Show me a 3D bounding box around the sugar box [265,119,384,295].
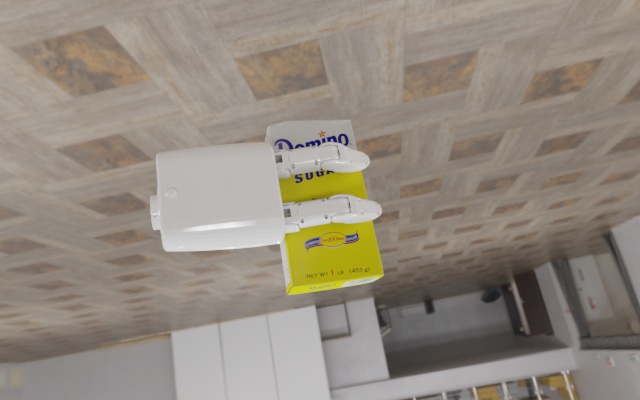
[{"bbox_3d":[0.000,0.002,0.492,0.093,0.176,0.048,-5,-19,-15],"label":"sugar box"}]
